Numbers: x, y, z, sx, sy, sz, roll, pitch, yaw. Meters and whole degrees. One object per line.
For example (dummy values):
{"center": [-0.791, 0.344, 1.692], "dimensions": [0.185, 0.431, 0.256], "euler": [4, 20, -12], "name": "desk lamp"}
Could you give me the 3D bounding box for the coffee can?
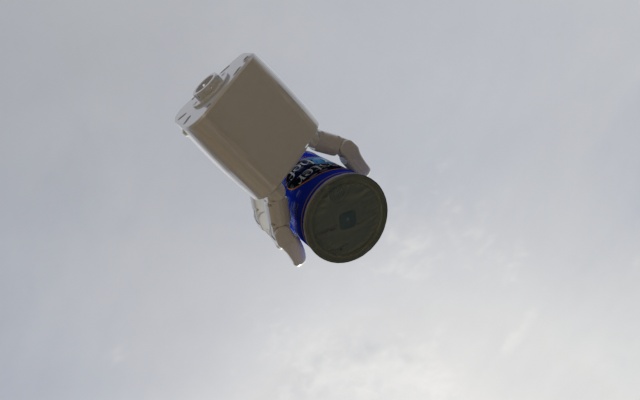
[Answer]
{"center": [0.000, 0.002, 0.576], "dimensions": [0.103, 0.103, 0.140], "euler": [0, 16, -27], "name": "coffee can"}
